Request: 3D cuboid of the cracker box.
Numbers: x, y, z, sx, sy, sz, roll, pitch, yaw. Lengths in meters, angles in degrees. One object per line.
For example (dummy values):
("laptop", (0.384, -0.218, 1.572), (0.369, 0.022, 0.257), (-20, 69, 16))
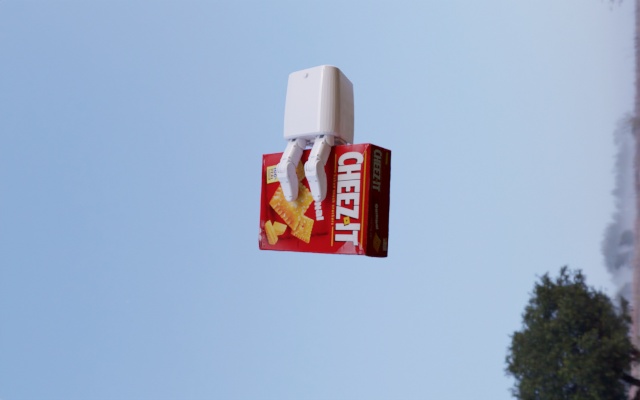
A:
("cracker box", (0.000, 0.002, 0.751), (0.213, 0.164, 0.072), (-2, -6, 38))
